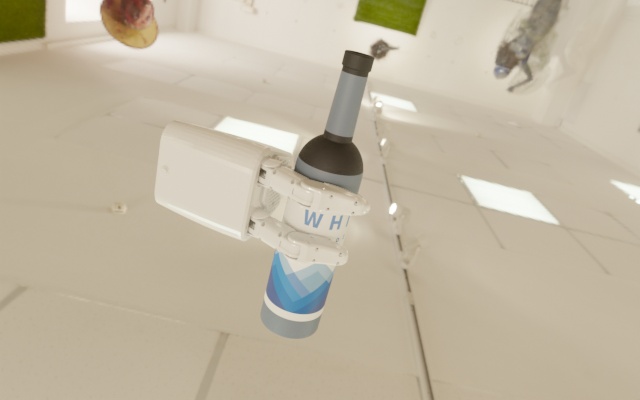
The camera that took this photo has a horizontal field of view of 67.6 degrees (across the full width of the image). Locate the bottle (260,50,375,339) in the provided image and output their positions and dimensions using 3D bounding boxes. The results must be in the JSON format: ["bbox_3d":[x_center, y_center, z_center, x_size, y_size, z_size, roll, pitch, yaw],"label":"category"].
[{"bbox_3d":[0.000,0.002,0.478,0.069,0.296,0.069,13,23,-5],"label":"bottle"}]
